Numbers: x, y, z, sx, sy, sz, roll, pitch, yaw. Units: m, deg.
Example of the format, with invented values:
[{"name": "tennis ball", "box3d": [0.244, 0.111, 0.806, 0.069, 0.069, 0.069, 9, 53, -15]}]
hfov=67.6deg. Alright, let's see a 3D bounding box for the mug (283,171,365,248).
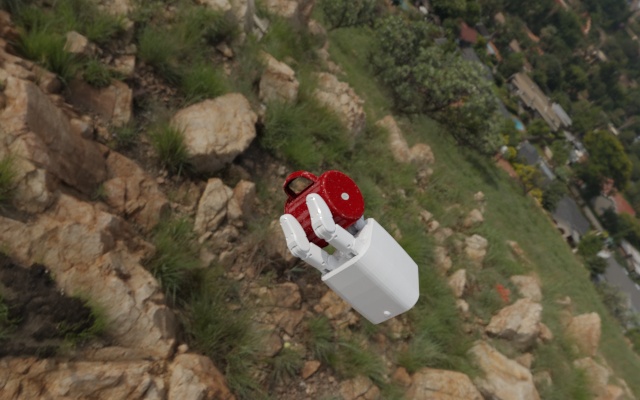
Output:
[{"name": "mug", "box3d": [-0.001, 0.001, 0.681, 0.081, 0.117, 0.093, -37, 16, 38]}]
